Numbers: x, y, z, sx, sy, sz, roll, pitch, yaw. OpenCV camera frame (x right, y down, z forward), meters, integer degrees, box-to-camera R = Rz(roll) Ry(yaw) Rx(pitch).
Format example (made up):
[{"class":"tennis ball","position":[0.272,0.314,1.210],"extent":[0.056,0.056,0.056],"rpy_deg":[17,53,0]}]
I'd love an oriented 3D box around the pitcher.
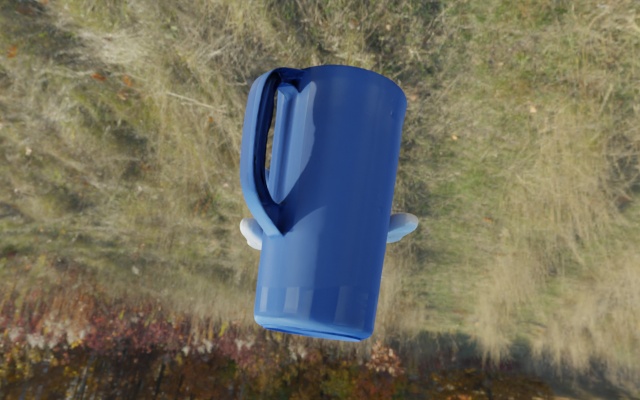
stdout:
[{"class":"pitcher","position":[0.000,0.002,0.454],"extent":[0.149,0.242,0.145],"rpy_deg":[7,-18,1]}]
